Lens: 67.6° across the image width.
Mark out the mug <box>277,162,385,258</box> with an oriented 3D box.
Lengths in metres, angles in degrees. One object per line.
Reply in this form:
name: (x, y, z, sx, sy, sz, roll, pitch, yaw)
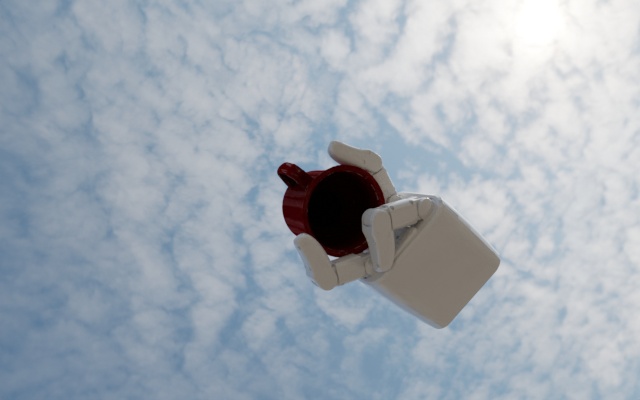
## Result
mug: (-0.001, 0.001, 0.504, 0.117, 0.093, 0.081, 39, -12, -21)
